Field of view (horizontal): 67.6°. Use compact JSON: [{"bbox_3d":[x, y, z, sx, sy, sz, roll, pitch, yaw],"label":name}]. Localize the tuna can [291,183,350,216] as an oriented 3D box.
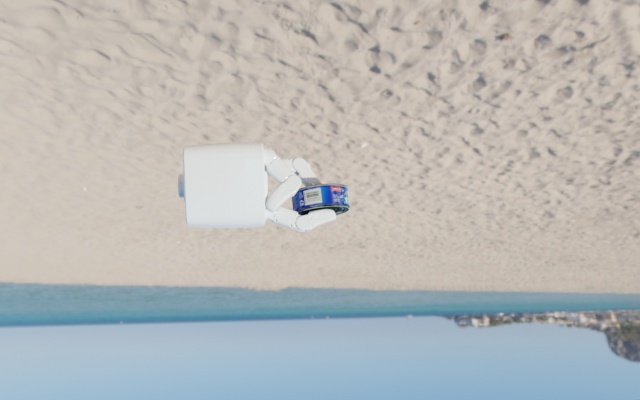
[{"bbox_3d":[0.000,0.003,0.708,0.086,0.033,0.086,-7,-13,-2],"label":"tuna can"}]
